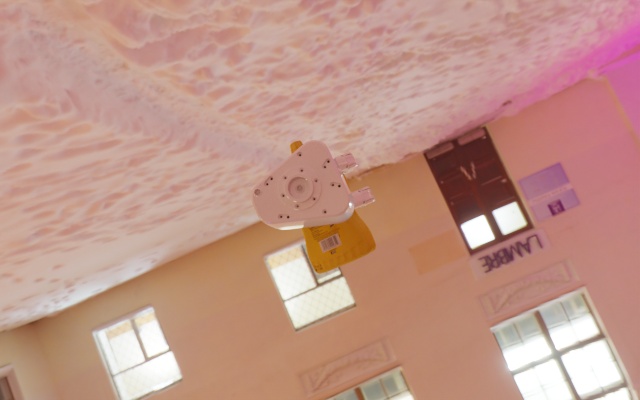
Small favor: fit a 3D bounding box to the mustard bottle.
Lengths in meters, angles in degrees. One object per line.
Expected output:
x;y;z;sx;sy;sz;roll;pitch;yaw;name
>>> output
0.000;0.003;0.694;0.096;0.191;0.058;-27;-6;27;mustard bottle
